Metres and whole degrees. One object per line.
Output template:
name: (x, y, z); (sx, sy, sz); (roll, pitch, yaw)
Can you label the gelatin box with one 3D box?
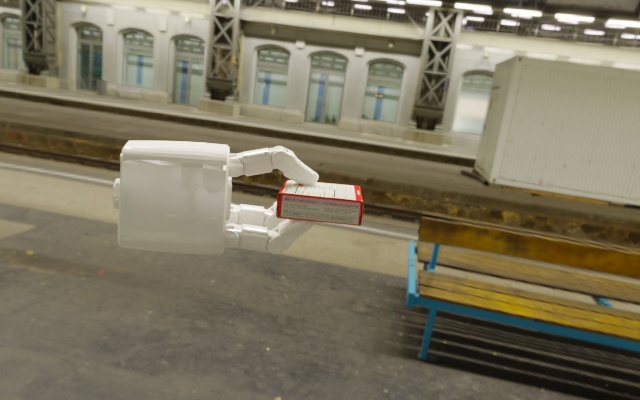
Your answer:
gelatin box: (0.000, 0.001, 0.519); (0.089, 0.030, 0.073); (5, 13, 1)
